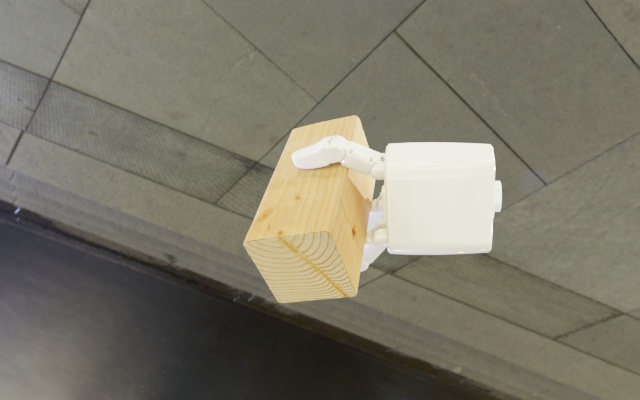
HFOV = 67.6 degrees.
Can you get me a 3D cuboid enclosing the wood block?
[{"bbox_3d":[0.000,0.002,0.534,0.090,0.091,0.206,-9,36,20],"label":"wood block"}]
